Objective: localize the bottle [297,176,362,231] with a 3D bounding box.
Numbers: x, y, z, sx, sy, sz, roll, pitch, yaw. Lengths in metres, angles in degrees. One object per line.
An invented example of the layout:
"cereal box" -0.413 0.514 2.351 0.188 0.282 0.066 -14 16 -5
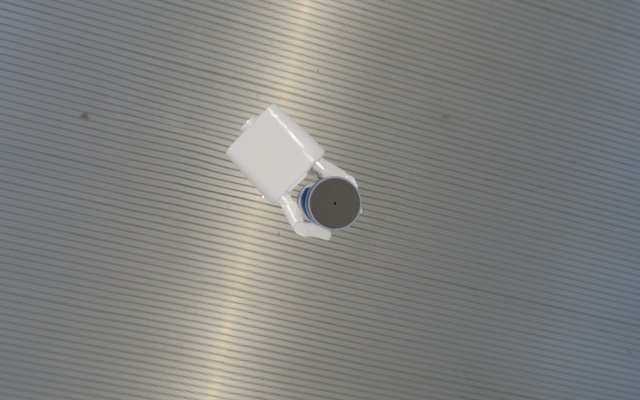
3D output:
"bottle" 0.000 0.002 0.723 0.069 0.069 0.295 0 0 -7
